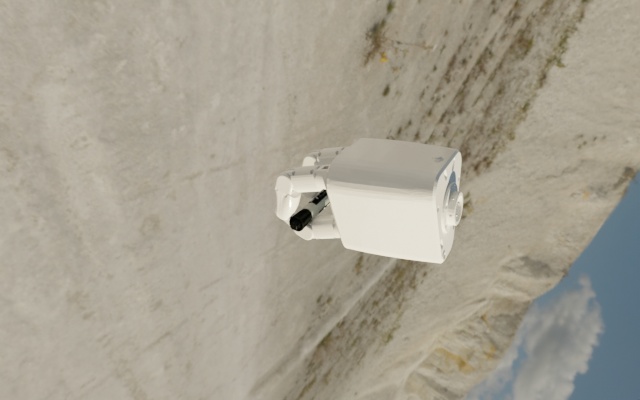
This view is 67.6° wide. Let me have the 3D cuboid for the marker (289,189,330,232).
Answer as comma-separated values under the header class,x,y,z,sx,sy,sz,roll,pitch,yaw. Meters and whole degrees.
class,x,y,z,sx,sy,sz,roll,pitch,yaw
marker,0.000,0.002,0.557,0.020,0.020,0.121,0,25,32
